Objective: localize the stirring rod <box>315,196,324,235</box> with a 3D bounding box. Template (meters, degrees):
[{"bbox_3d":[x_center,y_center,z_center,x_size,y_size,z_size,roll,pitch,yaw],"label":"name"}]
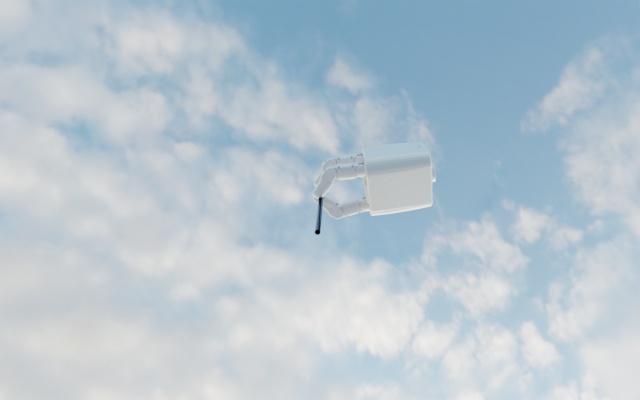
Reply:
[{"bbox_3d":[0.000,0.003,0.774,0.011,0.011,0.239,0,20,2],"label":"stirring rod"}]
